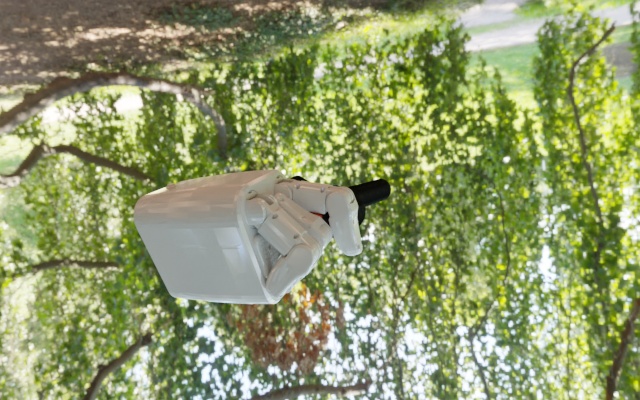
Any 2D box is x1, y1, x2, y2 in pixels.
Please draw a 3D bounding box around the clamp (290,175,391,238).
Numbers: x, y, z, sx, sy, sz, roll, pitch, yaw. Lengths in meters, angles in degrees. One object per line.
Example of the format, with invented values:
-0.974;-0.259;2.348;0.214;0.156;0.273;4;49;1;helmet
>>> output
0.000;0.002;0.497;0.120;0.039;0.171;-1;12;20;clamp
